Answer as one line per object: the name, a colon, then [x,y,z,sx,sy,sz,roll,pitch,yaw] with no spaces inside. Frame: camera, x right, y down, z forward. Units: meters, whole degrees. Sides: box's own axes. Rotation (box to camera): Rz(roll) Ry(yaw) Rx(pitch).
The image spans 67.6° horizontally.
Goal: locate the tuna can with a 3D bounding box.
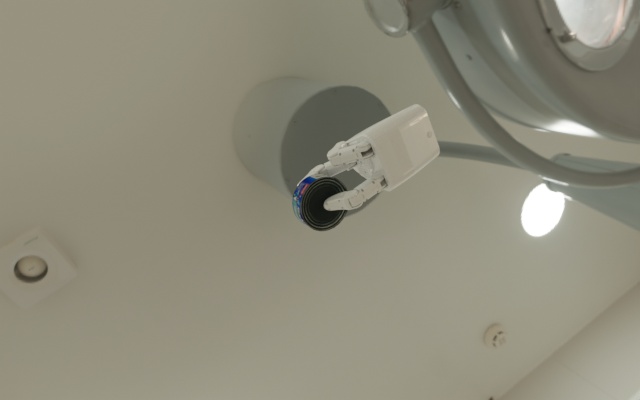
tuna can: [0.000,0.002,0.742,0.086,0.086,0.033,0,12,-31]
